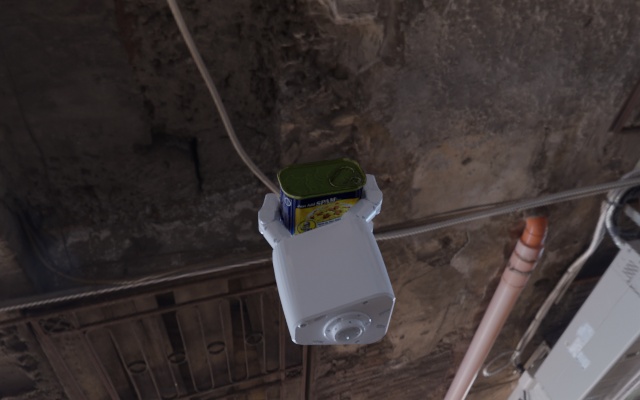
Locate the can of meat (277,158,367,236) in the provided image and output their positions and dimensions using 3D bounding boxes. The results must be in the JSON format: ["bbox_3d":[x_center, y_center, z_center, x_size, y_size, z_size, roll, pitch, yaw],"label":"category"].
[{"bbox_3d":[0.000,0.002,0.583,0.102,0.084,0.057,-9,44,-14],"label":"can of meat"}]
